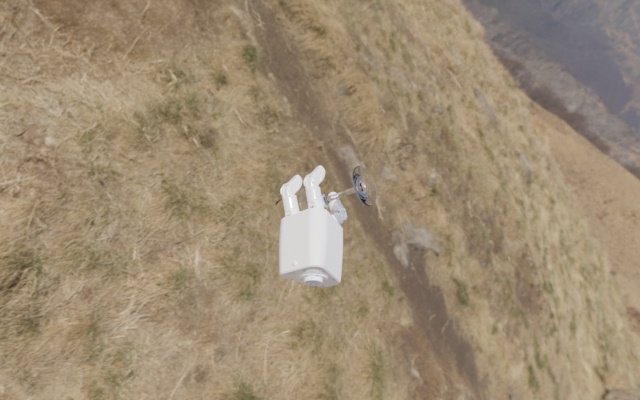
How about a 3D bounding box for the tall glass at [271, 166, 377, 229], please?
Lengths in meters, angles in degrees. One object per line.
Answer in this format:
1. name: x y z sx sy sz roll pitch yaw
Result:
1. tall glass: 0.001 0.003 0.887 0.201 0.079 0.079 -20 -11 34
